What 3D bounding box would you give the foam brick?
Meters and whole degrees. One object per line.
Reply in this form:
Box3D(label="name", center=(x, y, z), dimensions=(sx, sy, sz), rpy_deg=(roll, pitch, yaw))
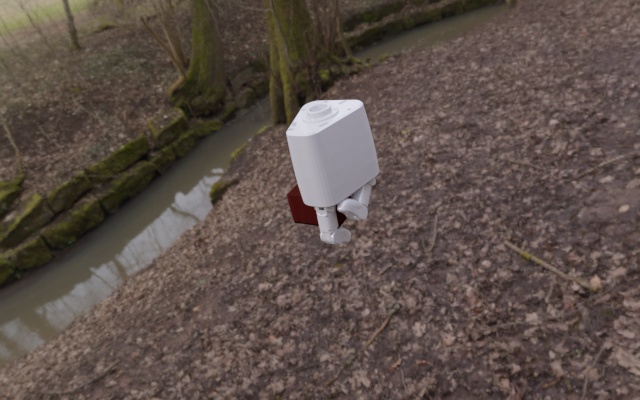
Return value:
Box3D(label="foam brick", center=(0.000, 0.002, 0.691), dimensions=(0.078, 0.051, 0.053), rpy_deg=(6, 37, 32))
